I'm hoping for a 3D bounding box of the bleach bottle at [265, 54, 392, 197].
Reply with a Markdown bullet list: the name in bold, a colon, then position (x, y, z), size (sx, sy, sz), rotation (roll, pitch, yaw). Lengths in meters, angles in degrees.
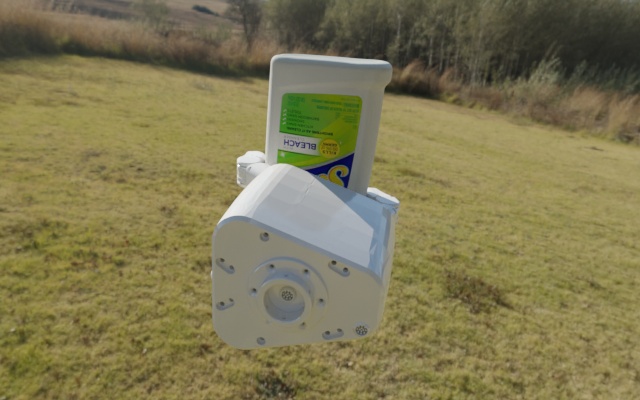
- **bleach bottle**: position (0.000, 0.001, 0.432), size (0.102, 0.251, 0.068), rotation (7, 20, 8)
